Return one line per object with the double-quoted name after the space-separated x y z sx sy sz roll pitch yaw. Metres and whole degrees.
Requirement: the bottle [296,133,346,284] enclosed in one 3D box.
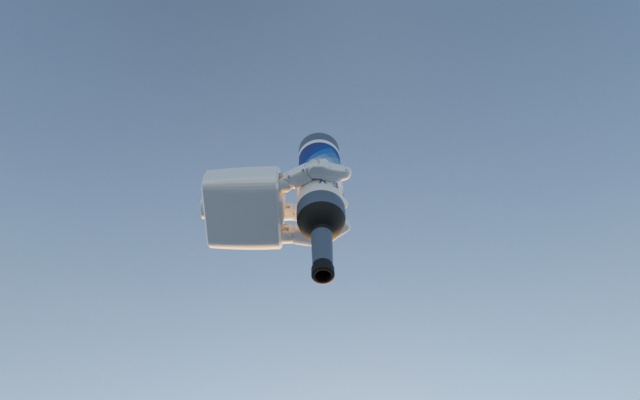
0.000 0.002 0.670 0.069 0.069 0.295 0 35 -1 "bottle"
